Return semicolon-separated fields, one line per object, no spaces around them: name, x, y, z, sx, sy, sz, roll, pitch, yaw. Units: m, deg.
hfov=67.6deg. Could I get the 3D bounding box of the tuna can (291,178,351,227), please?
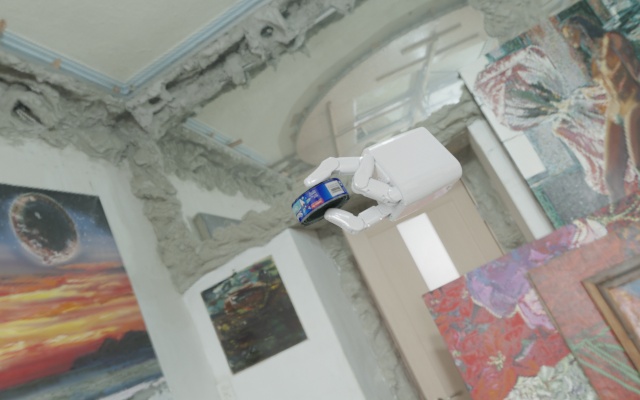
tuna can;0.000;0.002;0.712;0.086;0.033;0.086;-30;-13;-7
